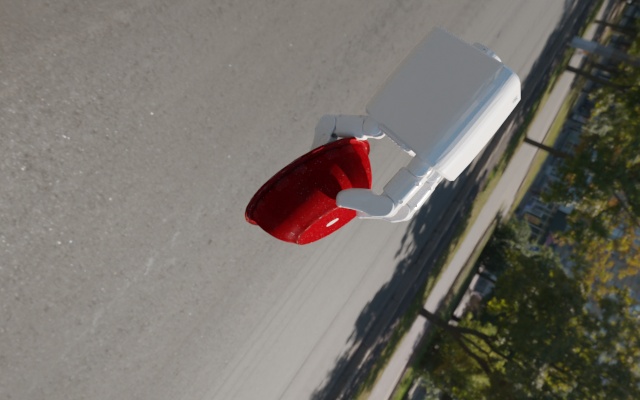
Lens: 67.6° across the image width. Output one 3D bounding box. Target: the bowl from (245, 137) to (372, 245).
[{"bbox_3d":[-0.001,0.003,0.528,0.162,0.055,0.162,-29,-16,-10],"label":"bowl"}]
